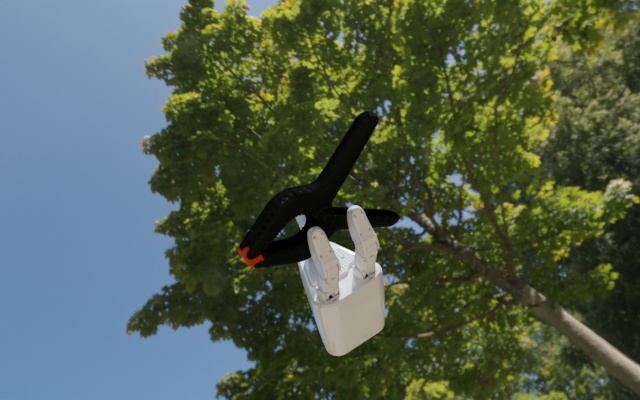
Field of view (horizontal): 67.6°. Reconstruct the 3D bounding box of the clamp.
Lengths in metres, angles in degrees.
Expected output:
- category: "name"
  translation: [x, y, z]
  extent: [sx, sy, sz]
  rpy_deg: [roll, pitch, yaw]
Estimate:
- category: "clamp"
  translation: [-0.001, 0.002, 0.543]
  extent: [0.210, 0.165, 0.036]
  rpy_deg: [-26, 36, -20]
